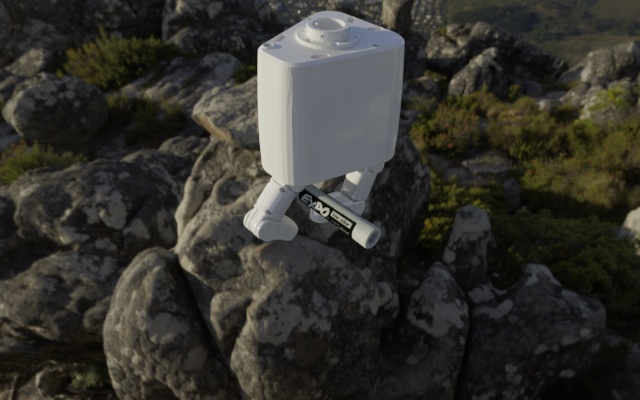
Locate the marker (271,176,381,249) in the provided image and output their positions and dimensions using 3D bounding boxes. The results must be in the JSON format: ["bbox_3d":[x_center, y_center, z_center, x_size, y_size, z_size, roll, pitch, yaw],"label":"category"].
[{"bbox_3d":[0.000,0.001,0.406,0.121,0.020,0.020,35,21,33],"label":"marker"}]
